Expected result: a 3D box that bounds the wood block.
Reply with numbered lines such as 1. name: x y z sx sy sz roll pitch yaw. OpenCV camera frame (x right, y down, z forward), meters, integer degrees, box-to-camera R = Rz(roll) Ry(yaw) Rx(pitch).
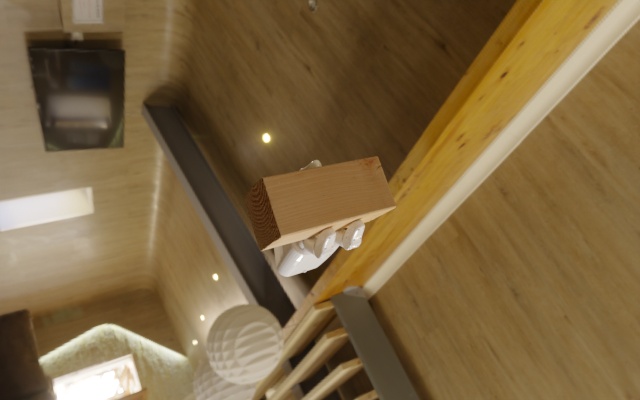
1. wood block: 0.000 0.002 0.740 0.206 0.091 0.090 -13 -12 -31
